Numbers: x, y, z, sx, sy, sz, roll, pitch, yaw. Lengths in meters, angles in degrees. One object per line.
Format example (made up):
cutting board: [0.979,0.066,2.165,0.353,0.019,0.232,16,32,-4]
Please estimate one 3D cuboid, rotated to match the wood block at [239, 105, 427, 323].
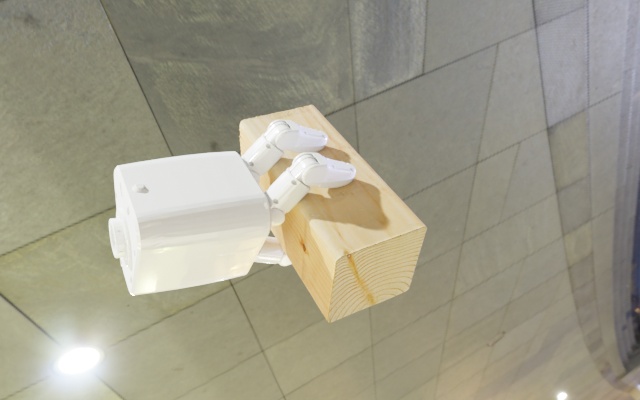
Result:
wood block: [0.000,0.002,0.472,0.090,0.091,0.206,-17,47,-22]
